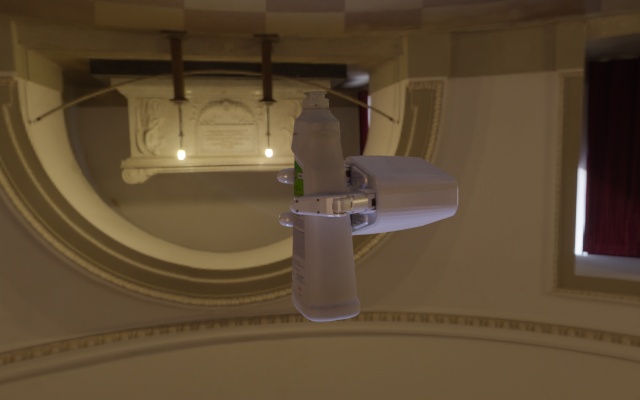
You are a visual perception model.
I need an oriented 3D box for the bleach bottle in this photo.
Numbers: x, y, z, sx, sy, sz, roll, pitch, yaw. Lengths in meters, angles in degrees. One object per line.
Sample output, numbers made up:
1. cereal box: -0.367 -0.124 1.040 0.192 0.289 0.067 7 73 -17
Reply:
1. bleach bottle: 0.000 0.002 0.552 0.068 0.251 0.102 -3 6 -18
